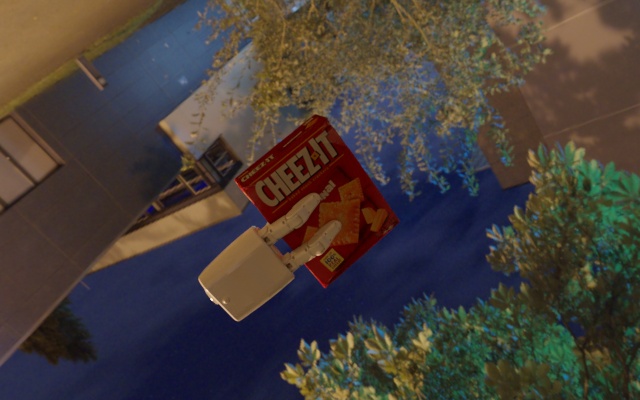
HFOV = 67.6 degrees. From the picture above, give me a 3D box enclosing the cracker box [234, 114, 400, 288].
[{"bbox_3d":[0.000,0.003,0.739,0.164,0.214,0.072,-40,22,-6],"label":"cracker box"}]
